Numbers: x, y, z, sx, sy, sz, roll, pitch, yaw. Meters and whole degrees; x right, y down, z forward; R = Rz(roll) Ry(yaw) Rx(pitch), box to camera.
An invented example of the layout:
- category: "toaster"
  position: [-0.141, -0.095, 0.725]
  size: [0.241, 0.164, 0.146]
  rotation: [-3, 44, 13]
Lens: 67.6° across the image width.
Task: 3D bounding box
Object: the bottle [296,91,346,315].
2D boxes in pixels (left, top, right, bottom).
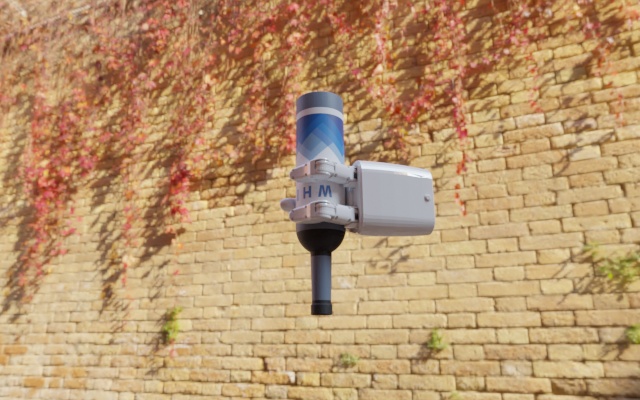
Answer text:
- category: "bottle"
  position: [0.000, 0.002, 0.638]
  size: [0.069, 0.295, 0.069]
  rotation: [-1, -16, 0]
